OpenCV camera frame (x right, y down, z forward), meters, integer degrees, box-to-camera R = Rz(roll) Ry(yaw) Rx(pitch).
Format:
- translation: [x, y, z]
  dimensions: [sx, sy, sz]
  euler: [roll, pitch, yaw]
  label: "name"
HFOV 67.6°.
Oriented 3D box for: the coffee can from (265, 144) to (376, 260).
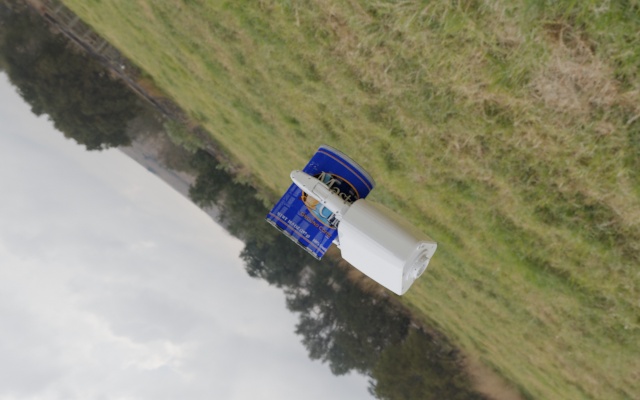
- translation: [0.000, 0.002, 0.711]
  dimensions: [0.103, 0.140, 0.103]
  euler: [37, -6, 5]
  label: "coffee can"
